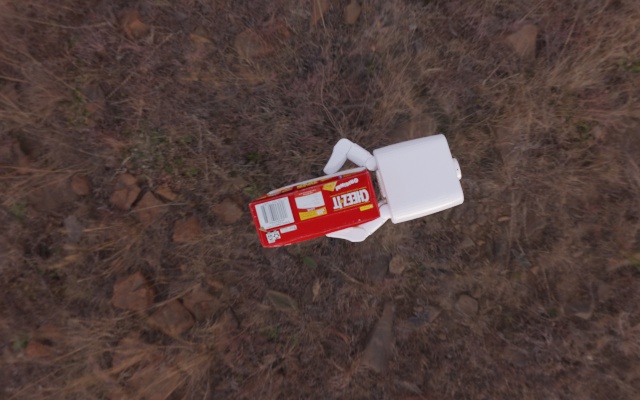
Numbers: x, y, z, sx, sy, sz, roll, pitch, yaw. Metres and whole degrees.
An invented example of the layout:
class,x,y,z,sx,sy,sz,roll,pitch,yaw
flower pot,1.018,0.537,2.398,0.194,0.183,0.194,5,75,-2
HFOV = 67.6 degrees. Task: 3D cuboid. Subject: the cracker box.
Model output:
class,x,y,z,sx,sy,sz,roll,pitch,yaw
cracker box,0.000,0.002,0.718,0.164,0.072,0.213,-15,5,6
